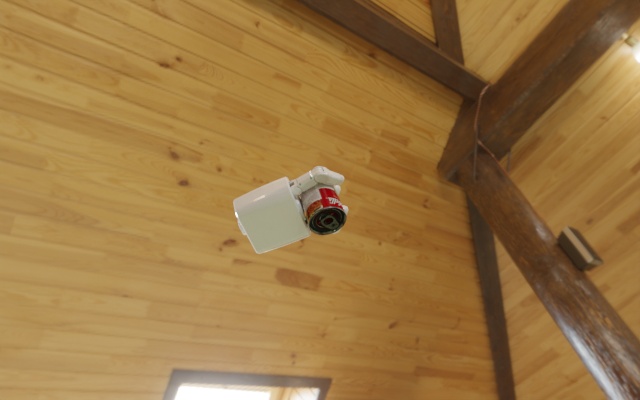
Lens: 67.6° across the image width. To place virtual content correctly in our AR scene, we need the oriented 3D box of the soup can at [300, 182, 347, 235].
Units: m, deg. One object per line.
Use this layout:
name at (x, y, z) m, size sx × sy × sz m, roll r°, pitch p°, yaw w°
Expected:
soup can at (0.000, 0.002, 0.856) m, size 0.068 × 0.068 × 0.102 m, roll 0°, pitch 42°, yaw -20°
